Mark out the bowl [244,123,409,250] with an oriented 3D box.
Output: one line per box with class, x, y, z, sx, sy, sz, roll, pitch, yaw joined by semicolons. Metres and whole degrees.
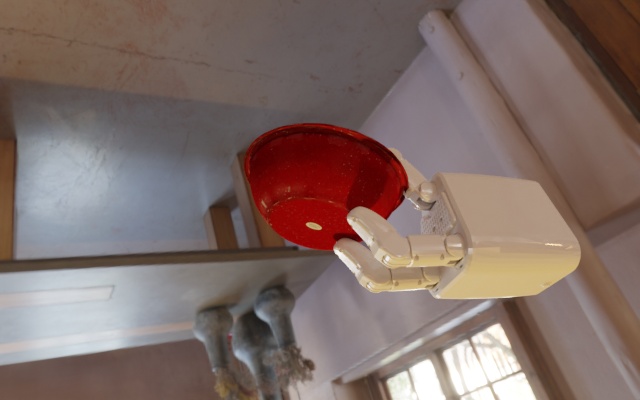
bowl;-0.001;0.002;0.452;0.162;0.055;0.162;8;-33;5
